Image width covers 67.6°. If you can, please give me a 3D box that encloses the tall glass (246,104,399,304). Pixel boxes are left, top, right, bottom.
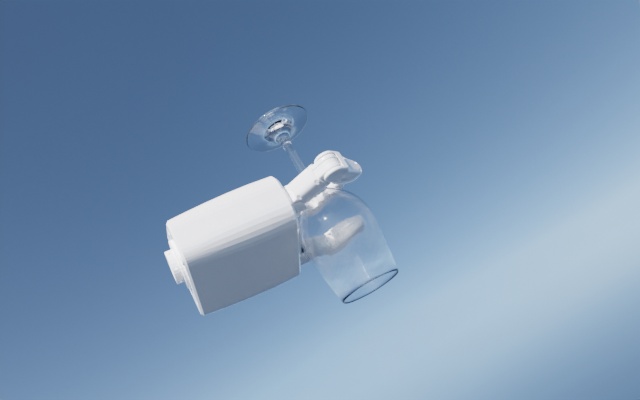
[{"bbox_3d":[0.000,0.001,0.484,0.079,0.201,0.079,-27,-21,-11],"label":"tall glass"}]
